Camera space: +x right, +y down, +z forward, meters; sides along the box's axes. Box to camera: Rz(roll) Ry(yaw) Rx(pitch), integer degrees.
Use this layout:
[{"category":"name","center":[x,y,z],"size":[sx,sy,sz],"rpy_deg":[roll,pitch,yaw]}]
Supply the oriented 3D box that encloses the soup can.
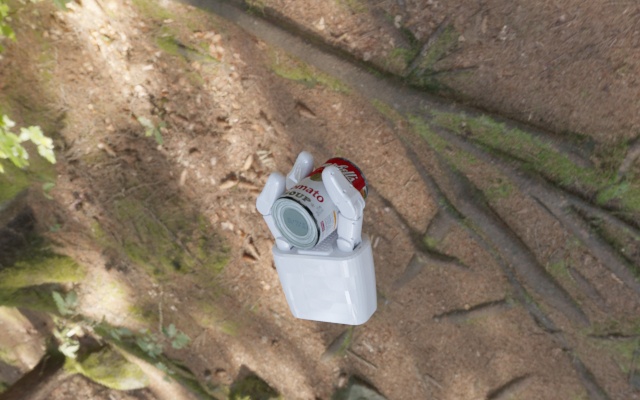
[{"category":"soup can","center":[0.000,0.002,0.550],"size":[0.068,0.068,0.102],"rpy_deg":[0,29,42]}]
